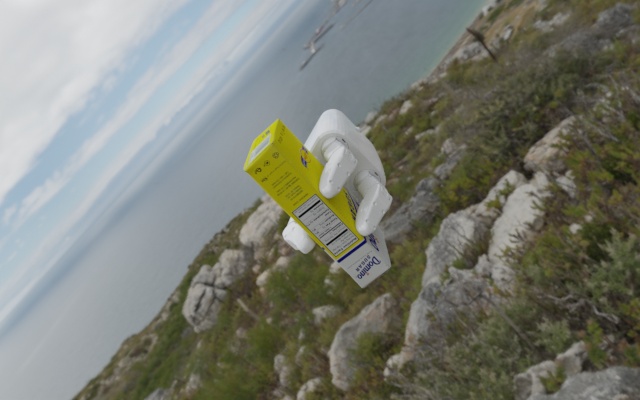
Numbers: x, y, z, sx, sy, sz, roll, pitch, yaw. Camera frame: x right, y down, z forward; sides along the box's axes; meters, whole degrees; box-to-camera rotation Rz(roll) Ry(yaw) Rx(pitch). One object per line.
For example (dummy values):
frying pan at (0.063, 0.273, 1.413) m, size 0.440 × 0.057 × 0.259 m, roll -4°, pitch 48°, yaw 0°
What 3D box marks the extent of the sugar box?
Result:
sugar box at (0.000, 0.001, 0.497) m, size 0.048 × 0.176 × 0.093 m, roll -41°, pitch 19°, yaw 16°
